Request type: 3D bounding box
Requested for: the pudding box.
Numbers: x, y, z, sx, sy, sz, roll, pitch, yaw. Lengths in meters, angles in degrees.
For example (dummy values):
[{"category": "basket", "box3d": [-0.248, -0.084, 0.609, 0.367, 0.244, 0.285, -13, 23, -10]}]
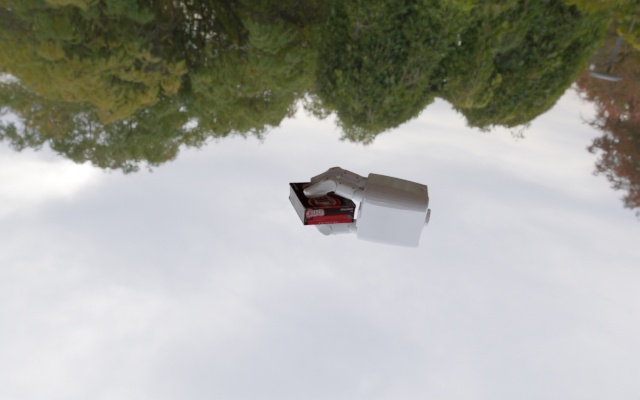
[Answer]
[{"category": "pudding box", "box3d": [0.000, 0.003, 0.827, 0.090, 0.039, 0.113, -2, 22, -18]}]
